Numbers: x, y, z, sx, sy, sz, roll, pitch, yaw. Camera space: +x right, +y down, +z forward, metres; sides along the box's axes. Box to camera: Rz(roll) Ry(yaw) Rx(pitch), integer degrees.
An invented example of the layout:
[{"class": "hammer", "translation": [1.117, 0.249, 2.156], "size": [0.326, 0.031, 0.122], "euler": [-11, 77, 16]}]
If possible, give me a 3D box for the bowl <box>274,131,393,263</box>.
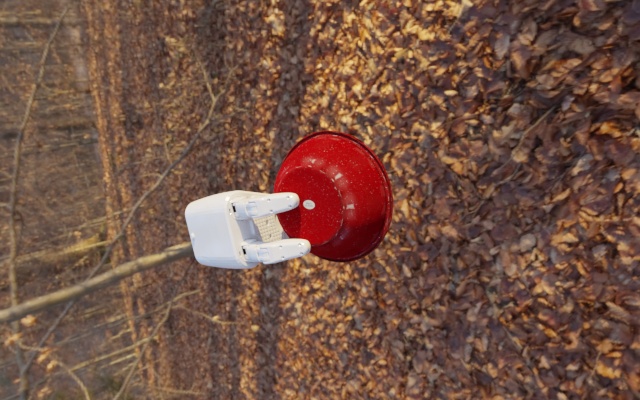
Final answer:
[{"class": "bowl", "translation": [0.001, 0.001, 0.553], "size": [0.162, 0.162, 0.055], "euler": [0, 11, 32]}]
